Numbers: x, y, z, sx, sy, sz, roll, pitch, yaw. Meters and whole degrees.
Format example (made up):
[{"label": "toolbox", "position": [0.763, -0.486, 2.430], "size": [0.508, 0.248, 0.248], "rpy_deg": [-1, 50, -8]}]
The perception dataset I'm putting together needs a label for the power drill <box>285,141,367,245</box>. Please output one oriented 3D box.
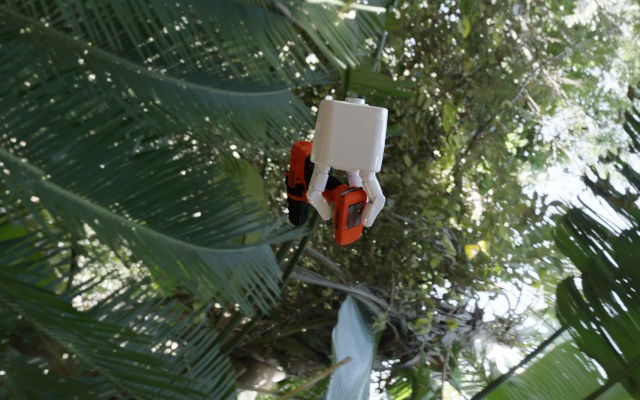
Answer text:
[{"label": "power drill", "position": [0.000, 0.003, 0.888], "size": [0.057, 0.185, 0.187], "rpy_deg": [-20, 40, -33]}]
